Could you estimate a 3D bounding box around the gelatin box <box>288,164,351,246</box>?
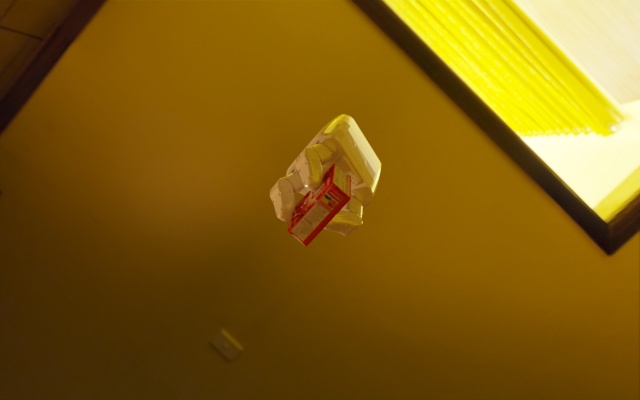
[{"bbox_3d":[0.000,0.002,0.537,0.030,0.073,0.089,40,16,-10],"label":"gelatin box"}]
